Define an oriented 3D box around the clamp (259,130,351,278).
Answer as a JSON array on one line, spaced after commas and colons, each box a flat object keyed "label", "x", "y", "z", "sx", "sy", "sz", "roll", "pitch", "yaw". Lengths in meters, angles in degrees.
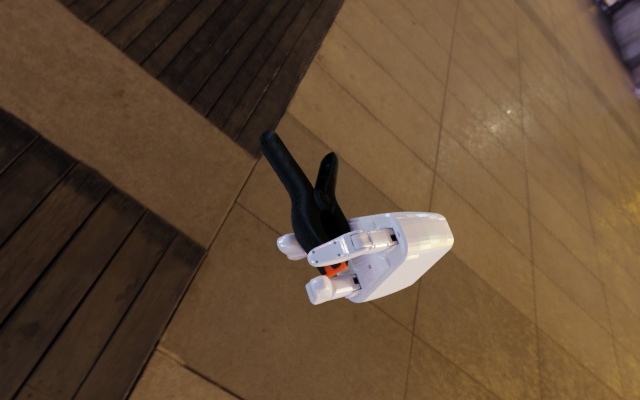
[{"label": "clamp", "x": 0.000, "y": 0.002, "z": 0.538, "sx": 0.120, "sy": 0.171, "sz": 0.039, "roll": -2, "pitch": -23, "yaw": -46}]
